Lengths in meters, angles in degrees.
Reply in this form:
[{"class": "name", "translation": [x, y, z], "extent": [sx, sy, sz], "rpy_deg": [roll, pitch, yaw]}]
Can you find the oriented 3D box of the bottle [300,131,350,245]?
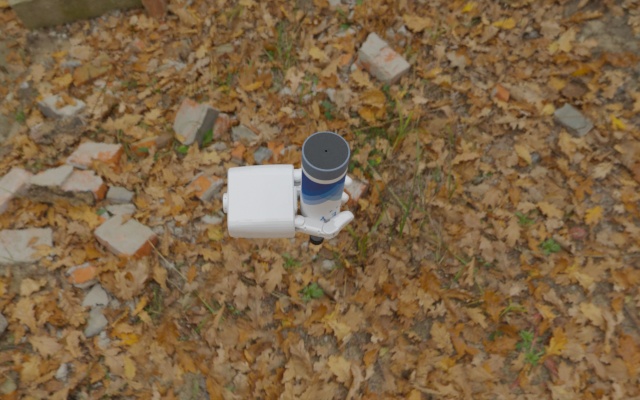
[{"class": "bottle", "translation": [0.000, 0.002, 0.781], "extent": [0.069, 0.069, 0.296], "rpy_deg": [0, -29, -3]}]
